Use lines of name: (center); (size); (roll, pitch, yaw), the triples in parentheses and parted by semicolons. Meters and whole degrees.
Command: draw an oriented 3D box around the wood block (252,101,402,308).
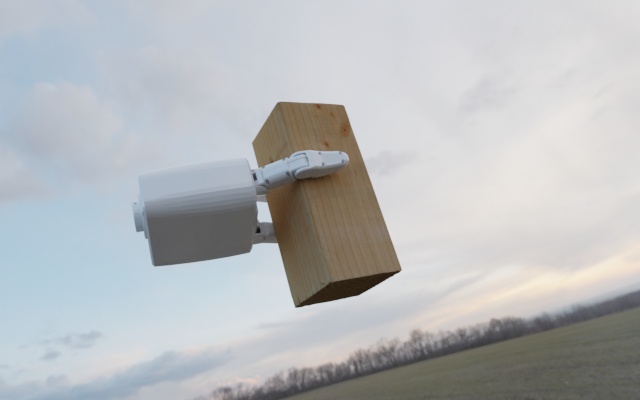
wood block: (0.000, 0.002, 0.533); (0.090, 0.206, 0.091); (-4, -24, -31)
